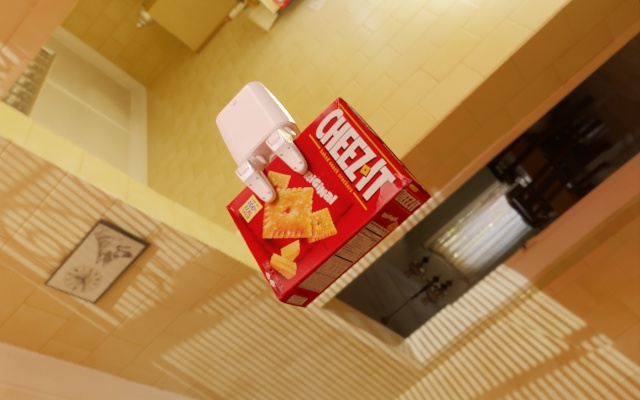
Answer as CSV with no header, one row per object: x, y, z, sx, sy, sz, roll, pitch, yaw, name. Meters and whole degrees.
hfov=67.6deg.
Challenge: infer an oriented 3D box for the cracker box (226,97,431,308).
0.000,0.002,0.599,0.214,0.164,0.072,-43,-34,13,cracker box
